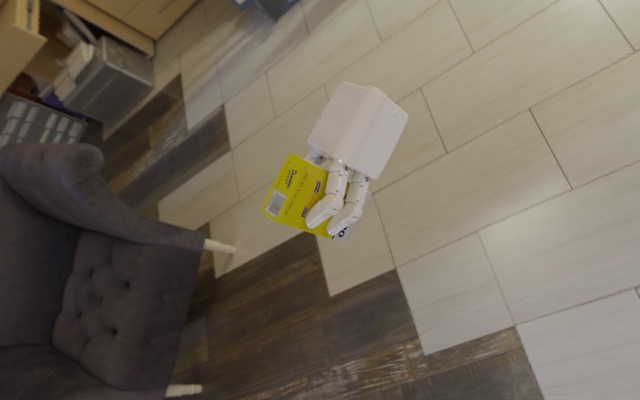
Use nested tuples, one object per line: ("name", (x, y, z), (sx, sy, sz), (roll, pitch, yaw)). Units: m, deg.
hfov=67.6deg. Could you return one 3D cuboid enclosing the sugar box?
("sugar box", (0.000, 0.002, 0.702), (0.048, 0.093, 0.176), (32, 7, 40))
